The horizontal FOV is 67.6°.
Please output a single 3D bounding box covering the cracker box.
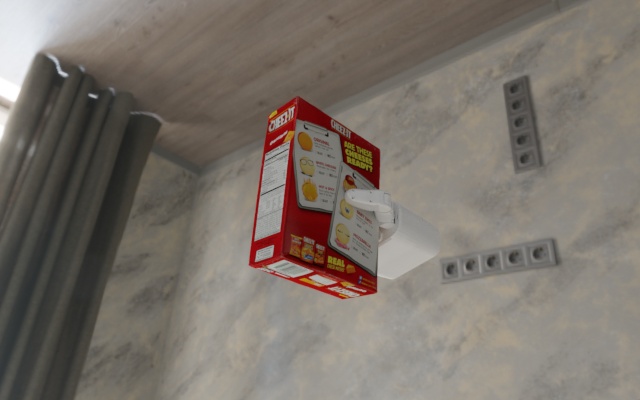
[{"bbox_3d":[0.000,0.002,0.612,0.072,0.213,0.164,-21,-35,41],"label":"cracker box"}]
